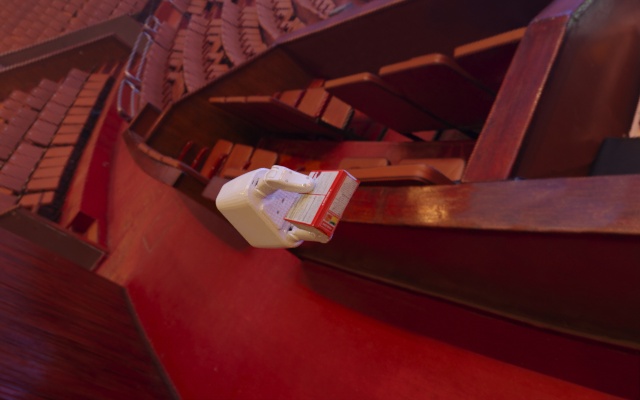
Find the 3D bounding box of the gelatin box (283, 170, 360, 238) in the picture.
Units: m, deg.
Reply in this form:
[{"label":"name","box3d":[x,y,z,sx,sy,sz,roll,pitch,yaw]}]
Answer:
[{"label":"gelatin box","box3d":[0.000,0.002,0.565,0.030,0.073,0.089,34,-12,-23]}]
